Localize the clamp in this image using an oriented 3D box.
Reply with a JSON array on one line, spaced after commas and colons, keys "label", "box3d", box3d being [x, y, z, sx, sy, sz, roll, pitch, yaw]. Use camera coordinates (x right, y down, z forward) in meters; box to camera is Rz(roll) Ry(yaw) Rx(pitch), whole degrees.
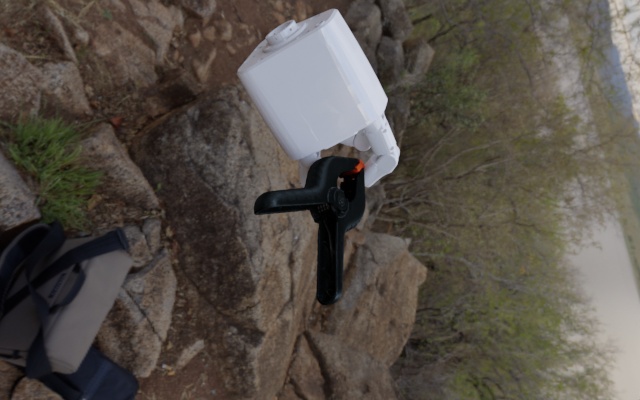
[{"label": "clamp", "box3d": [0.001, 0.001, 0.465, 0.039, 0.120, 0.171, -16, 34, 30]}]
